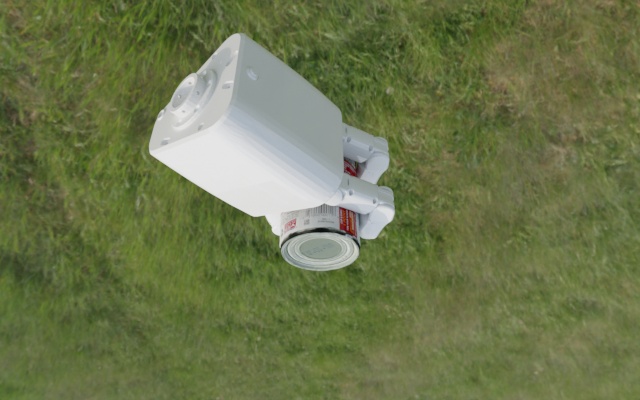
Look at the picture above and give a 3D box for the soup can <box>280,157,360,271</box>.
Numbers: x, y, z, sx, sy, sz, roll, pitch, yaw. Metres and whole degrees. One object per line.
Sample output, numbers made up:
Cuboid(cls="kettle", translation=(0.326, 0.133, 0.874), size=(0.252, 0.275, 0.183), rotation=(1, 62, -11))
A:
Cuboid(cls="soup can", translation=(0.000, 0.002, 0.420), size=(0.068, 0.102, 0.069), rotation=(0, -35, 0))
